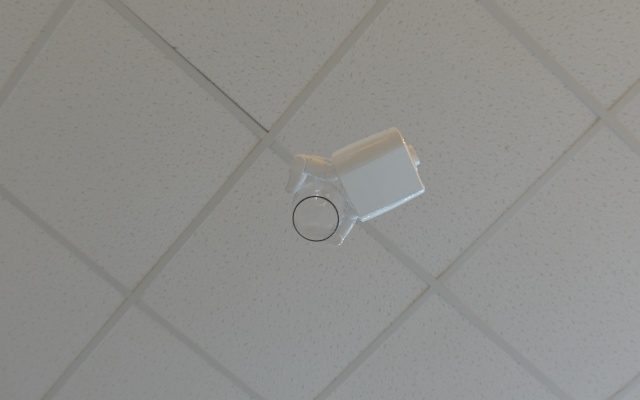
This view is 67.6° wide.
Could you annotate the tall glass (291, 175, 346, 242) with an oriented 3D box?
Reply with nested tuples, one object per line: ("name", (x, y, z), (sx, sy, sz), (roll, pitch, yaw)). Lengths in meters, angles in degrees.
("tall glass", (0.000, 0.002, 0.717), (0.079, 0.079, 0.201), (0, 13, 4))
